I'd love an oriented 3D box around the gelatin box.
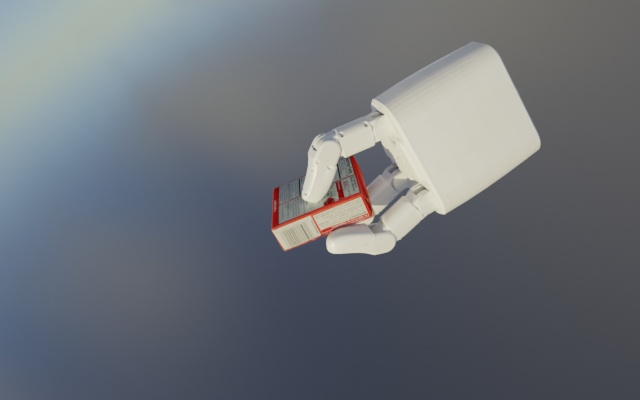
[{"bbox_3d":[0.000,0.001,0.443,0.089,0.030,0.073,-22,30,8],"label":"gelatin box"}]
